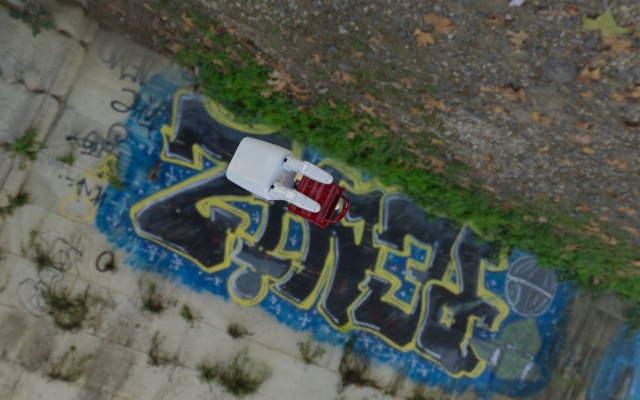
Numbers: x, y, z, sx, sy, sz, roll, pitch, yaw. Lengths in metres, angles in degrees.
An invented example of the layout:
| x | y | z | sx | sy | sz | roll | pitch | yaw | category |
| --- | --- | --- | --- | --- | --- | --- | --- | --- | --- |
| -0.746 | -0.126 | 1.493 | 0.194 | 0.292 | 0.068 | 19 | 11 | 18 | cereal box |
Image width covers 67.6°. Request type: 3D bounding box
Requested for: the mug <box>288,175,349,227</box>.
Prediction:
| x | y | z | sx | sy | sz | roll | pitch | yaw | category |
| --- | --- | --- | --- | --- | --- | --- | --- | --- | --- |
| 0.001 | 0.004 | 0.886 | 0.117 | 0.081 | 0.093 | 24 | -3 | 30 | mug |
